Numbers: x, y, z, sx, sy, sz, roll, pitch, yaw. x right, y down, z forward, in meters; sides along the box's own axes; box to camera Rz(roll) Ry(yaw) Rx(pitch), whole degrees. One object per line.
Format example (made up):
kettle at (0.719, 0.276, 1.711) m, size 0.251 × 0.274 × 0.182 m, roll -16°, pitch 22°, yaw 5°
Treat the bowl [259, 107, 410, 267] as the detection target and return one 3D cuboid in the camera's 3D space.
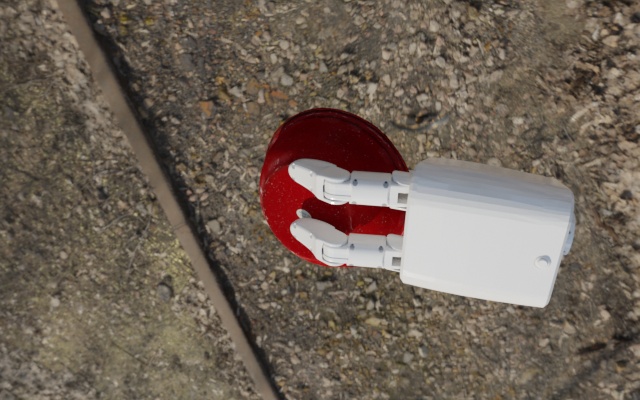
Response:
bowl at (-0.001, 0.002, 0.434) m, size 0.162 × 0.162 × 0.055 m, roll 0°, pitch 23°, yaw 33°
